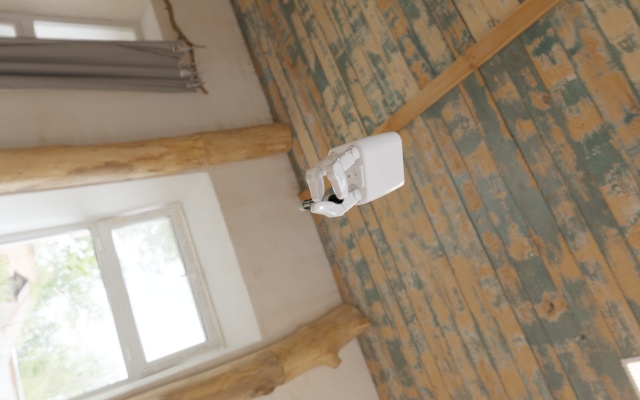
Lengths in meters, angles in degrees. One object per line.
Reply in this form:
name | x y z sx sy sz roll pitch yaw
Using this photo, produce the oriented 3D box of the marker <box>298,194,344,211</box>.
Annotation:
marker | 0.000 0.003 0.844 0.020 0.020 0.121 0 -7 -36
